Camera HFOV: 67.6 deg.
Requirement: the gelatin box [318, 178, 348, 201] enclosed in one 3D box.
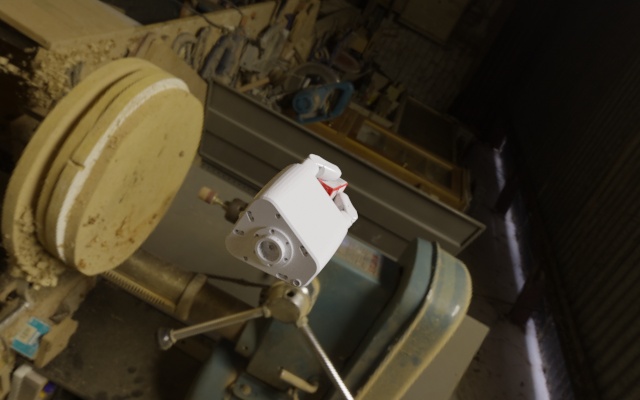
[{"bbox_3d":[0.001,0.002,0.687,0.030,0.073,0.089,33,15,9],"label":"gelatin box"}]
